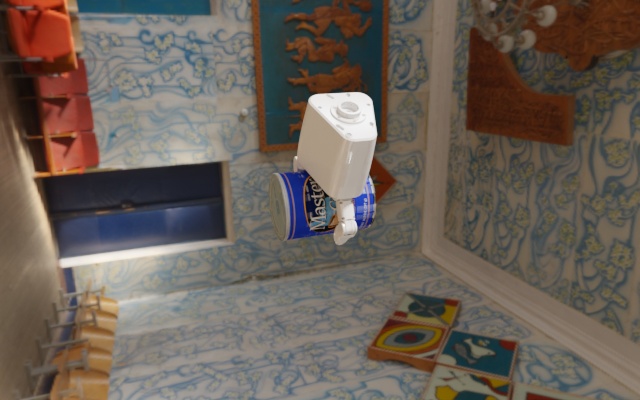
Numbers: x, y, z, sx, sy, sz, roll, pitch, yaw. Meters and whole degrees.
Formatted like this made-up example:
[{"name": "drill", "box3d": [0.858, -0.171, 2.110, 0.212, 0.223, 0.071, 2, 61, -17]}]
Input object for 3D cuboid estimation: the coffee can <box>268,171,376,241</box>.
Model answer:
[{"name": "coffee can", "box3d": [0.000, 0.003, 0.734, 0.140, 0.103, 0.103, -7, 2, -18]}]
